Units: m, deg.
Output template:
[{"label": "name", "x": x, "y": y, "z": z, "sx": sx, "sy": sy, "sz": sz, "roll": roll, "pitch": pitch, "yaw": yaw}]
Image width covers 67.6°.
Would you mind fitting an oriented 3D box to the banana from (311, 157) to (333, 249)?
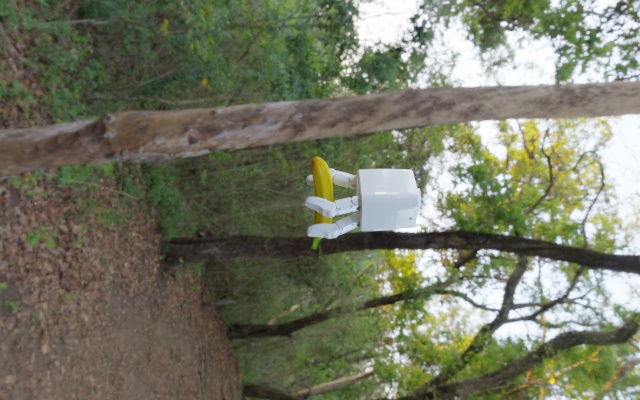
[{"label": "banana", "x": 0.004, "y": -0.003, "z": 0.913, "sx": 0.037, "sy": 0.198, "sz": 0.069, "roll": 5, "pitch": 30, "yaw": 9}]
